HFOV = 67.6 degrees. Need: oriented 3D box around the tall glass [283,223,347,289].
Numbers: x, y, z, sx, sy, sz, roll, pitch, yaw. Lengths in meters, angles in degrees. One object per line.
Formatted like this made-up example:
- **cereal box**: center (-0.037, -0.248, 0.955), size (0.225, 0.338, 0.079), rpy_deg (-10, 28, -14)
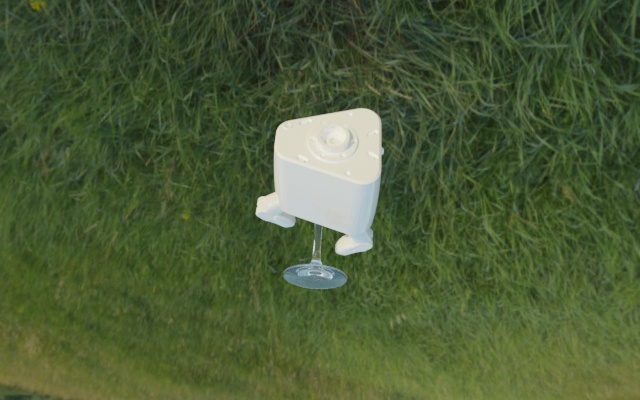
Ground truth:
- **tall glass**: center (0.000, 0.003, 0.595), size (0.079, 0.201, 0.079), rpy_deg (3, -29, 2)
